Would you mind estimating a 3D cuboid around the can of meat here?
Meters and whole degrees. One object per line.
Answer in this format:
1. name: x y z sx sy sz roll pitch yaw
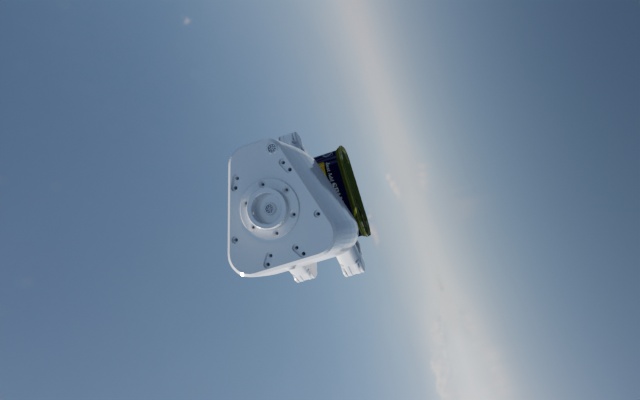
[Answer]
1. can of meat: 0.000 0.002 0.525 0.084 0.102 0.057 -17 -3 10
